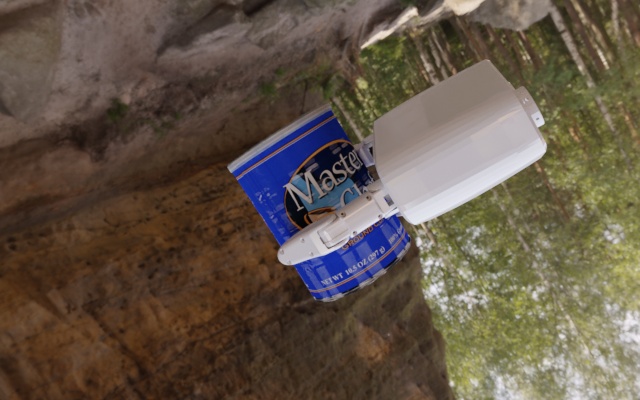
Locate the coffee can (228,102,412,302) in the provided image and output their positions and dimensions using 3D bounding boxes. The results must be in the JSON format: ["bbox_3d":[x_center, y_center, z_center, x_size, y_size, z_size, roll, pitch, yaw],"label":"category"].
[{"bbox_3d":[0.000,0.001,0.419,0.103,0.140,0.103,-32,7,4],"label":"coffee can"}]
